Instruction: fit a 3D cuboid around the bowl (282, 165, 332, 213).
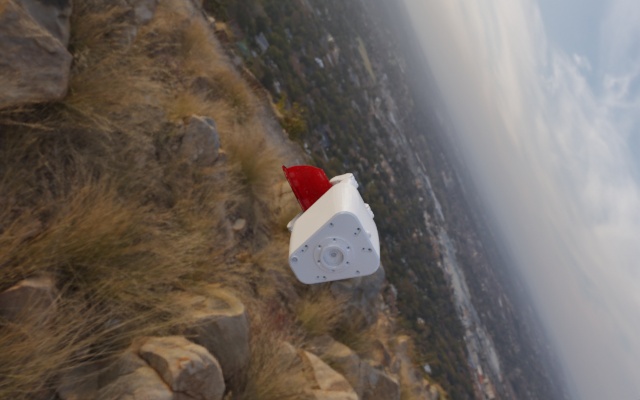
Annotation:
[{"bbox_3d":[0.000,0.002,0.768,0.055,0.162,0.162,-29,-1,1],"label":"bowl"}]
